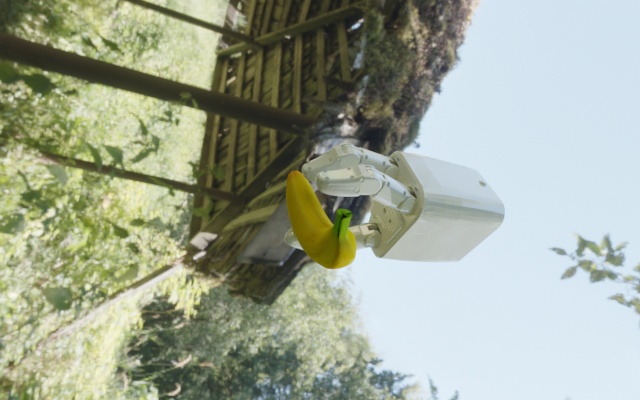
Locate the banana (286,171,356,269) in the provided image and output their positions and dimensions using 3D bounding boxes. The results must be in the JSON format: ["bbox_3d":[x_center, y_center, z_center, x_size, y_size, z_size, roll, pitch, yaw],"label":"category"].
[{"bbox_3d":[-0.001,0.020,0.460,0.037,0.069,0.197,4,11,-18],"label":"banana"}]
